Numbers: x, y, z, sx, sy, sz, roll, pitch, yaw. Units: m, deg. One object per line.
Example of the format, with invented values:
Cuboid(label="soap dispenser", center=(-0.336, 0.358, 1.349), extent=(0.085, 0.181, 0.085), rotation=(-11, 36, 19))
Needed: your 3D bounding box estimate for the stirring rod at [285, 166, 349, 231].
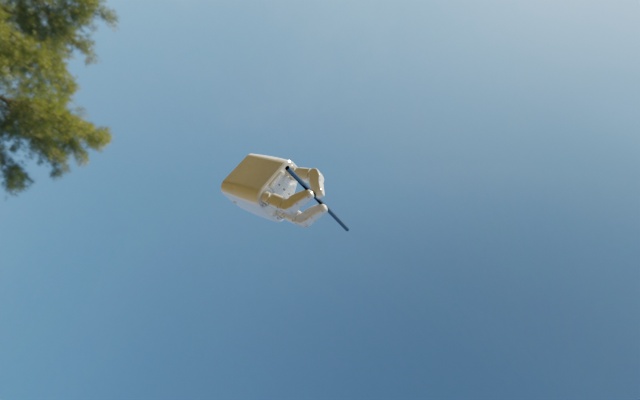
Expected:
Cuboid(label="stirring rod", center=(0.000, 0.003, 0.856), extent=(0.011, 0.011, 0.240), rotation=(0, -27, 30))
